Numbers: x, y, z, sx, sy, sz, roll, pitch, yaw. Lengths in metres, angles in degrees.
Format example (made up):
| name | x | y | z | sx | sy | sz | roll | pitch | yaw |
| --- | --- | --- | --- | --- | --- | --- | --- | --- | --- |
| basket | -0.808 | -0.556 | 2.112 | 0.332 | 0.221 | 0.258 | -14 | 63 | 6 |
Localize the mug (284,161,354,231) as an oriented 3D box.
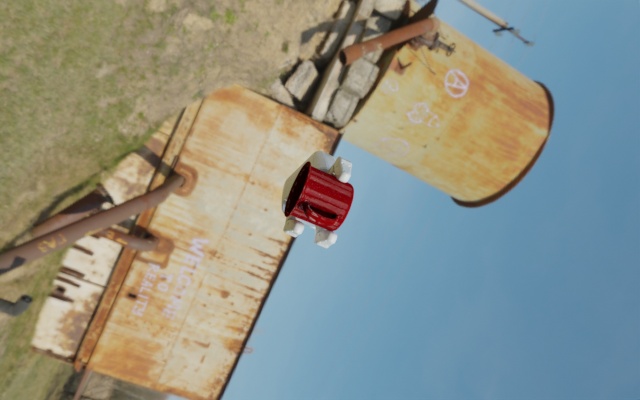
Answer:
| name | x | y | z | sx | sy | sz | roll | pitch | yaw |
| --- | --- | --- | --- | --- | --- | --- | --- | --- | --- |
| mug | 0.000 | 0.003 | 0.730 | 0.081 | 0.093 | 0.117 | 23 | 22 | -14 |
